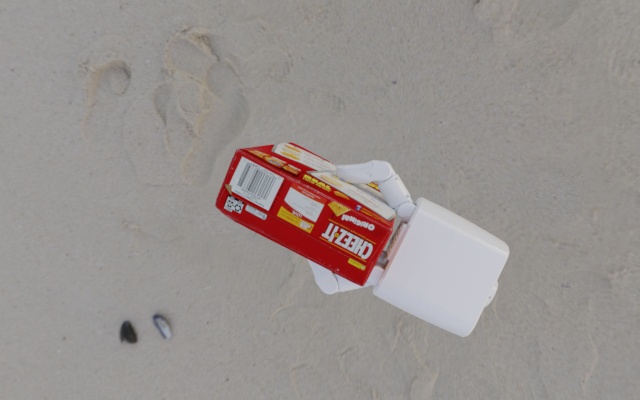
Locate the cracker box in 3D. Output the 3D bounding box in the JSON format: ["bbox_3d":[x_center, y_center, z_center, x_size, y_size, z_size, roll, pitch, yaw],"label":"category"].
[{"bbox_3d":[0.000,0.002,0.539,0.164,0.072,0.213,27,12,6],"label":"cracker box"}]
